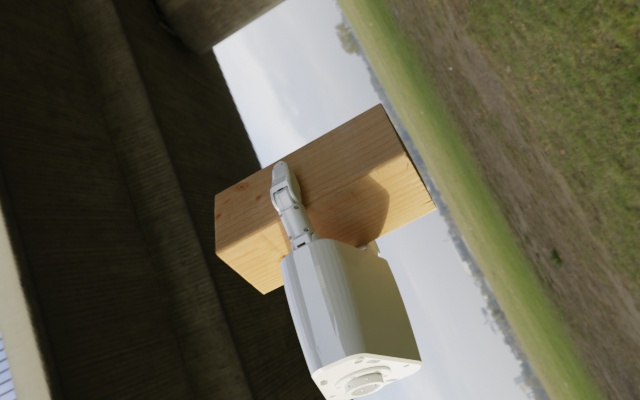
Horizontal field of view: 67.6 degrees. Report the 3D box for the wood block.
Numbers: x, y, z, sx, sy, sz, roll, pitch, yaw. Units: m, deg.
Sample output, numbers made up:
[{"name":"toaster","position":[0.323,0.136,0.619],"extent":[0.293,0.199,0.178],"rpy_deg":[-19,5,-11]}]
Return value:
[{"name":"wood block","position":[0.000,0.002,0.499],"extent":[0.206,0.090,0.091],"rpy_deg":[-28,-48,13]}]
